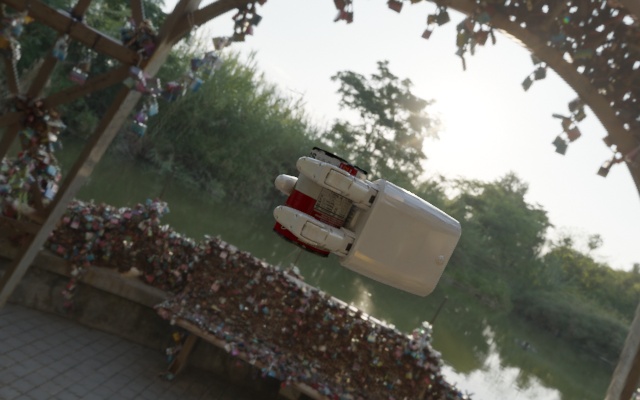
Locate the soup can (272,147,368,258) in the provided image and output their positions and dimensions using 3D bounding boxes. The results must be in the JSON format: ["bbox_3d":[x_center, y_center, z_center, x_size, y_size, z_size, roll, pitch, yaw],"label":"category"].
[{"bbox_3d":[0.000,0.001,0.516,0.068,0.102,0.068,26,2,-1],"label":"soup can"}]
